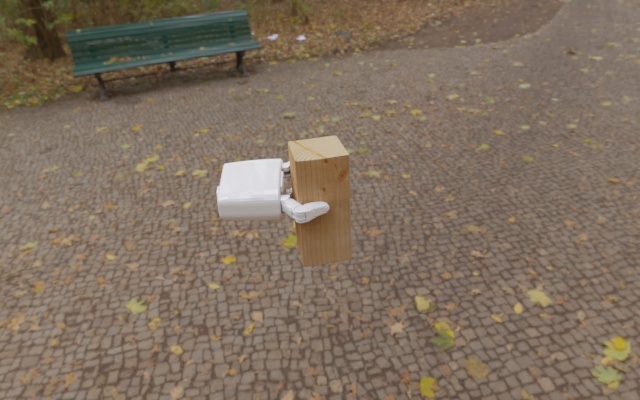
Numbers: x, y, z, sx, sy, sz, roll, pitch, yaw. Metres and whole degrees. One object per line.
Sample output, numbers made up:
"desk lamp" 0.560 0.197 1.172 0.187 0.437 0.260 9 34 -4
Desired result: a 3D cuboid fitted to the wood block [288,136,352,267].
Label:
"wood block" 0.000 0.003 0.841 0.090 0.206 0.090 -8 30 -9
